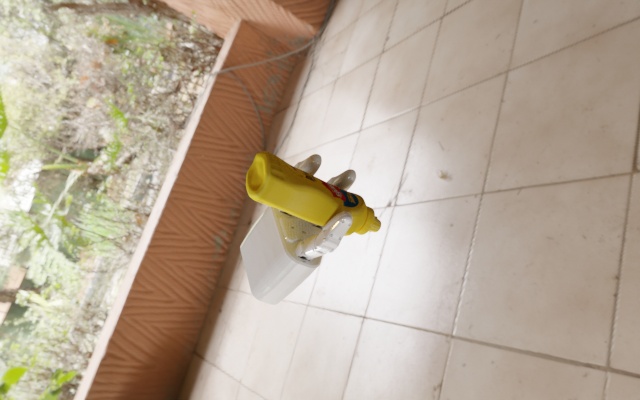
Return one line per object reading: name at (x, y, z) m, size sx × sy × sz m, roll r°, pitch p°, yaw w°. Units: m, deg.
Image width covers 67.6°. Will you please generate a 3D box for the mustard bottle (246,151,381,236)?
mustard bottle at (0.000, 0.002, 0.626) m, size 0.192 × 0.058 × 0.096 m, roll 24°, pitch 12°, yaw -25°
